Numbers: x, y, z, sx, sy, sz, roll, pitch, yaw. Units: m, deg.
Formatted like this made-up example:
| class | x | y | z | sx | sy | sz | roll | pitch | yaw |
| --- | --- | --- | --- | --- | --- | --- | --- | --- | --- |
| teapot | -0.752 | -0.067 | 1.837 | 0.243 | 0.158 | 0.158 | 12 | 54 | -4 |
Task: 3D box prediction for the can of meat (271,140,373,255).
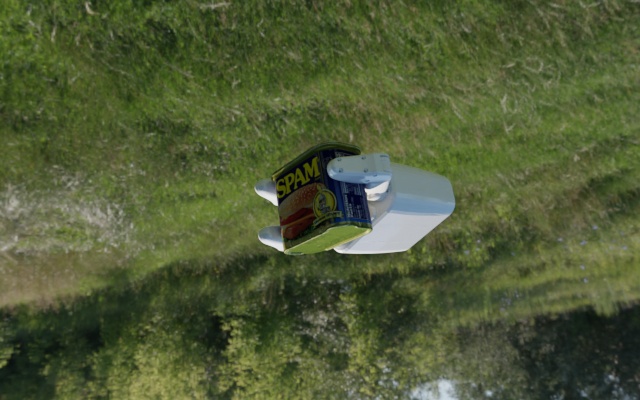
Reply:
| class | x | y | z | sx | sy | sz | roll | pitch | yaw |
| --- | --- | --- | --- | --- | --- | --- | --- | --- | --- |
| can of meat | 0.000 | 0.002 | 0.472 | 0.057 | 0.084 | 0.102 | 7 | -24 | -40 |
